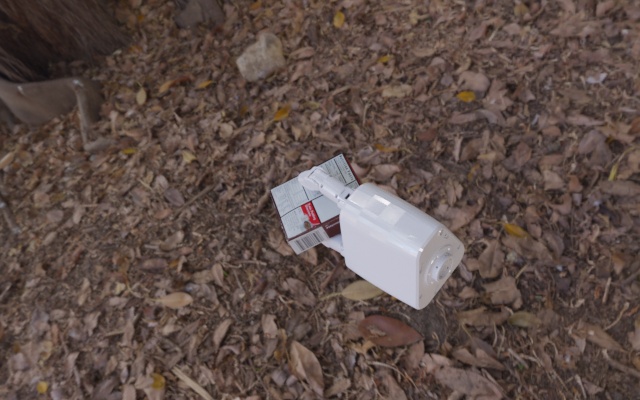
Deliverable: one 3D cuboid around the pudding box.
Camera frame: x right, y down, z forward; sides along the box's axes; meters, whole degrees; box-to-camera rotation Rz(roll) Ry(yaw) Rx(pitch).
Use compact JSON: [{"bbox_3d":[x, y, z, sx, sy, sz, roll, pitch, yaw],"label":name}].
[{"bbox_3d":[0.000,0.002,0.602,0.113,0.090,0.039,-26,-39,3],"label":"pudding box"}]
